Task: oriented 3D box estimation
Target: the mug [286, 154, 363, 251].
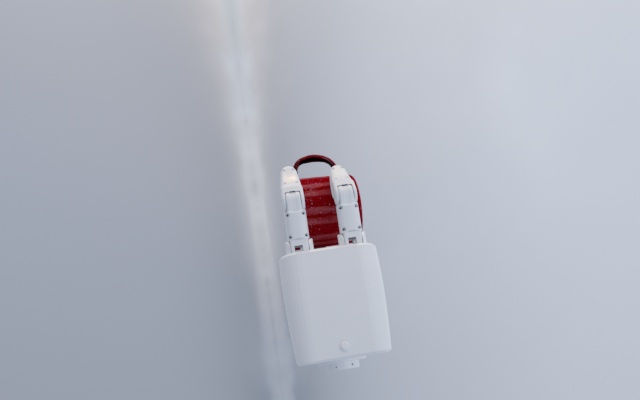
[{"bbox_3d":[0.000,0.000,0.562,0.081,0.117,0.093,-6,-17,-7],"label":"mug"}]
